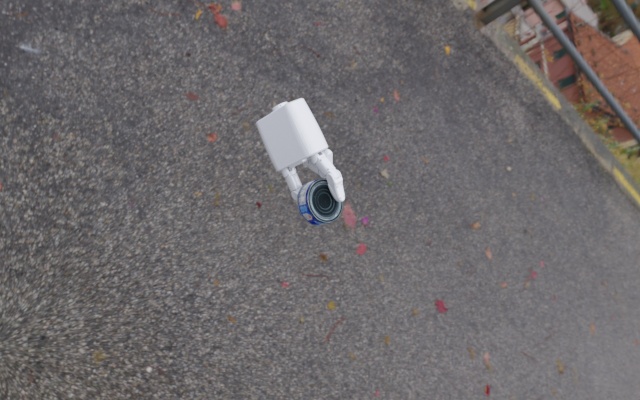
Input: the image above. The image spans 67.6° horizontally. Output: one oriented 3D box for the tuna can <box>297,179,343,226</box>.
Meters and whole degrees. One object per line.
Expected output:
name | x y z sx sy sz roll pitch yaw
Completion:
tuna can | 0.001 0.003 0.897 0.086 0.086 0.034 0 -9 -37
